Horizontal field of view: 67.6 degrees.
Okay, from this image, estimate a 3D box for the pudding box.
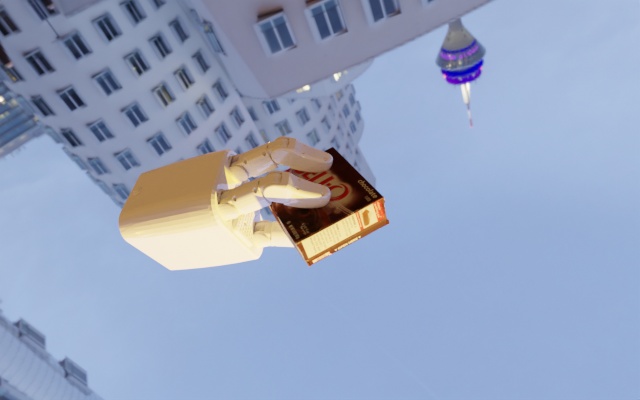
[{"bbox_3d":[0.000,0.002,0.465,0.090,0.039,0.113,-28,41,-9],"label":"pudding box"}]
